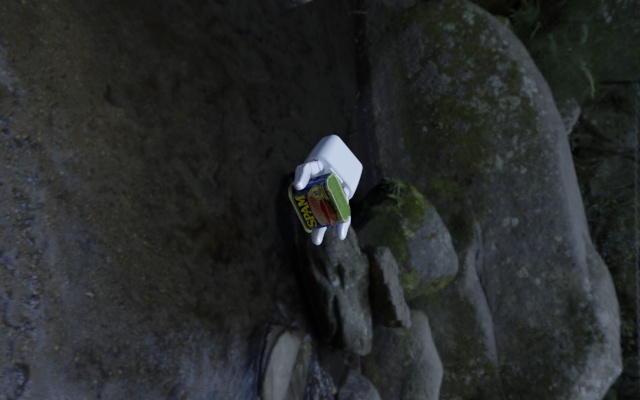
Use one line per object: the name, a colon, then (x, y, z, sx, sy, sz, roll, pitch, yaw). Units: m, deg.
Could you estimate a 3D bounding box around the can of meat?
can of meat: (0.000, 0.003, 0.900, 0.084, 0.102, 0.057, -14, 23, 26)
